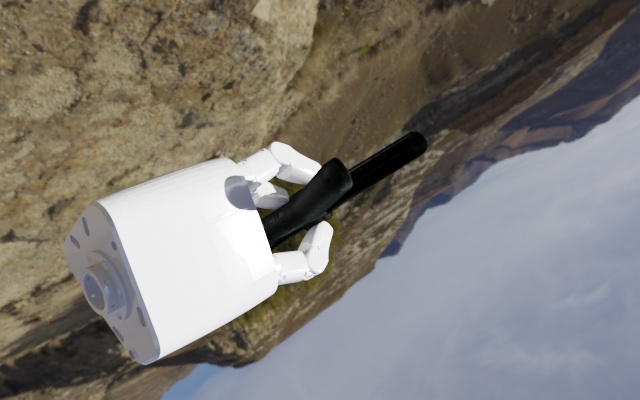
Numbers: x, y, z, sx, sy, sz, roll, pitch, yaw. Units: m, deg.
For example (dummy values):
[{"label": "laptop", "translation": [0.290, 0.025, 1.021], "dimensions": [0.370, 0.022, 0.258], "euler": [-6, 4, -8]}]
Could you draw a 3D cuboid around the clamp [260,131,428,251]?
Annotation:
[{"label": "clamp", "translation": [0.000, 0.002, 0.453], "dimensions": [0.164, 0.036, 0.210], "euler": [-24, -8, -47]}]
